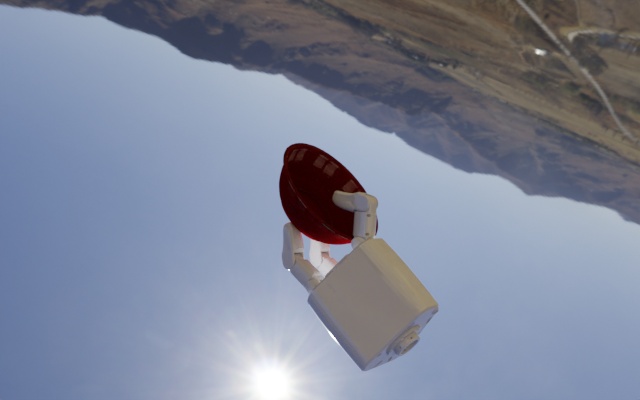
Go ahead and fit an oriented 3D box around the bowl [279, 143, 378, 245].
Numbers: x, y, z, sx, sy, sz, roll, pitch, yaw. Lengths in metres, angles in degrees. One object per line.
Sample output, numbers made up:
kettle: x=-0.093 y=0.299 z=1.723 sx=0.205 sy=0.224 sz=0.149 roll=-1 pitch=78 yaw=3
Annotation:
bowl: x=-0.001 y=0.001 z=0.630 sx=0.055 sy=0.162 sz=0.162 roll=-42 pitch=-24 yaw=29
